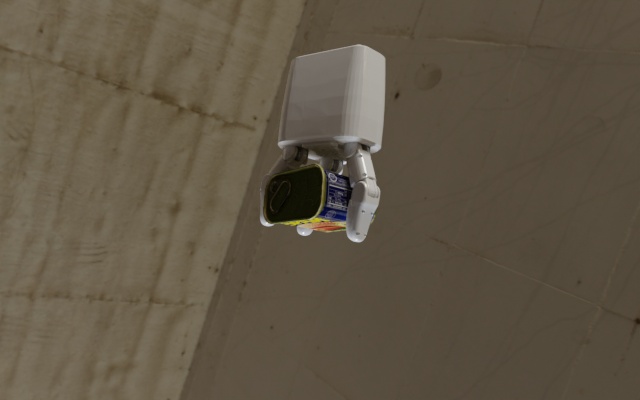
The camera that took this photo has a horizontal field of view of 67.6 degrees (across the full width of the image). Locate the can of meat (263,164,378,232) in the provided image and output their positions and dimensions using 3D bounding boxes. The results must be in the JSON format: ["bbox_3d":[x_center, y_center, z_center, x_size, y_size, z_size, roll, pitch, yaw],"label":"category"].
[{"bbox_3d":[0.000,0.002,0.526,0.084,0.057,0.102,13,-15,-39],"label":"can of meat"}]
